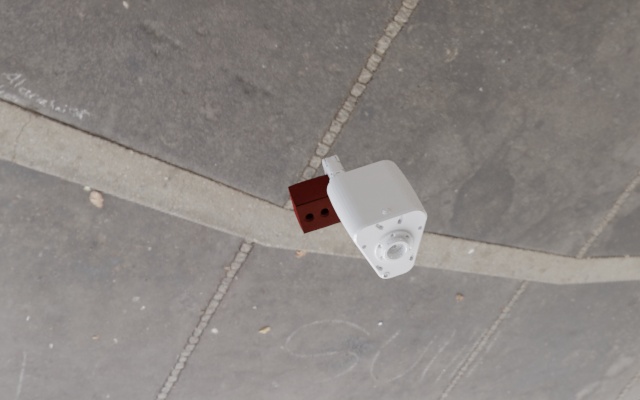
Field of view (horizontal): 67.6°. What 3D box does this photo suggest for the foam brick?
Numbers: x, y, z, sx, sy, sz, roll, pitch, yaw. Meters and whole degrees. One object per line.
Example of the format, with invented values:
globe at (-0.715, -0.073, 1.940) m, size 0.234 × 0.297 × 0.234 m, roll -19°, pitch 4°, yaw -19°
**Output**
foam brick at (0.000, 0.002, 0.673) m, size 0.078 × 0.053 × 0.051 m, roll -18°, pitch 40°, yaw -4°
